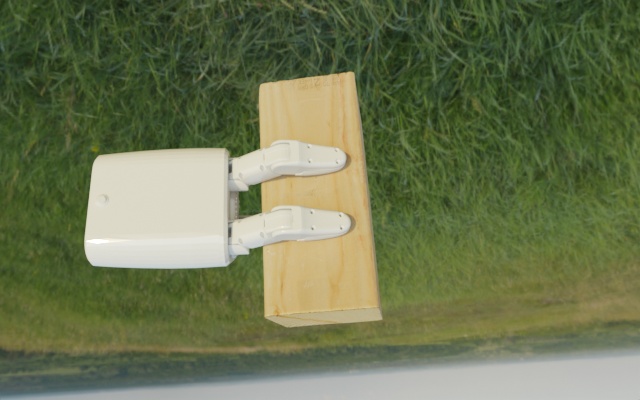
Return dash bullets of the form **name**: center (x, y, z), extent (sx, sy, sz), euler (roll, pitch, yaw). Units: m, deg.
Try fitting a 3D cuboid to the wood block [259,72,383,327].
- **wood block**: center (0.000, 0.002, 0.430), extent (0.090, 0.206, 0.091), euler (-6, -20, 6)
